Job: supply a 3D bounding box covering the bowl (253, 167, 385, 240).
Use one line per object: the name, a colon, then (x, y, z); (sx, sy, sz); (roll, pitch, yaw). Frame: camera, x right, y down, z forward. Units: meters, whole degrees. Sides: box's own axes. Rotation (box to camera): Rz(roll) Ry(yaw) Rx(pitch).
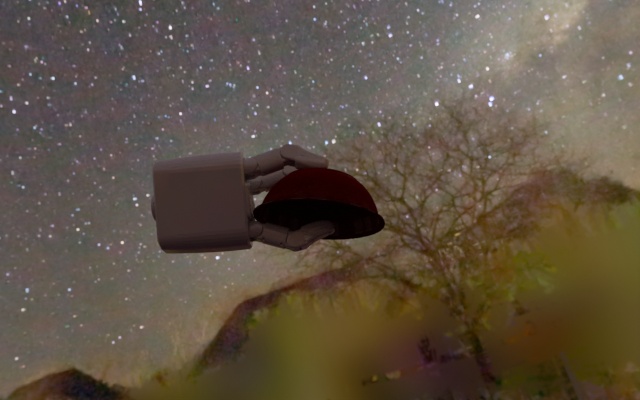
bowl: (0.001, 0.002, 0.593); (0.162, 0.055, 0.162); (5, -20, 2)
